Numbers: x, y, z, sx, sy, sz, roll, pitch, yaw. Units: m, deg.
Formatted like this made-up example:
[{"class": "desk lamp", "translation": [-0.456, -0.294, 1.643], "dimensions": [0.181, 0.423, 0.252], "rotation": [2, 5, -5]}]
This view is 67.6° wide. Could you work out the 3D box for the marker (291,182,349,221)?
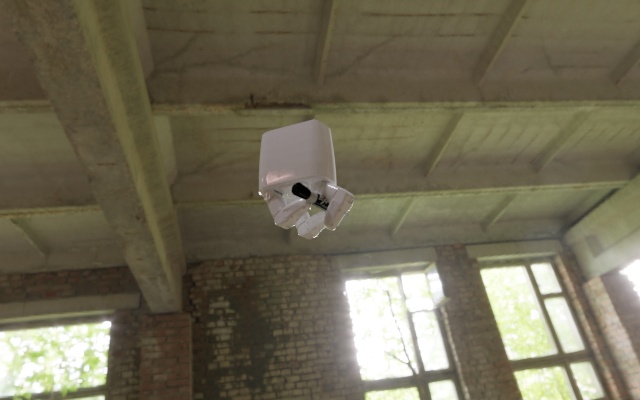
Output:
[{"class": "marker", "translation": [0.000, 0.002, 0.686], "dimensions": [0.020, 0.020, 0.121], "rotation": [0, -20, 39]}]
